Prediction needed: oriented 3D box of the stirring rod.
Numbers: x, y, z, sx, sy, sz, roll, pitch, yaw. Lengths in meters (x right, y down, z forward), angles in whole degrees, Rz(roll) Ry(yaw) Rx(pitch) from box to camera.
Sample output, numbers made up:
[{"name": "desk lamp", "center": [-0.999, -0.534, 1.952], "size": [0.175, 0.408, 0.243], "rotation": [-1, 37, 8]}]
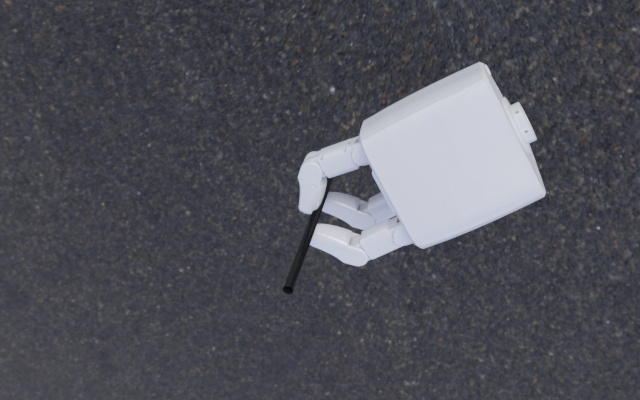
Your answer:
[{"name": "stirring rod", "center": [0.000, 0.001, 0.453], "size": [0.011, 0.011, 0.239], "rotation": [0, 33, 14]}]
